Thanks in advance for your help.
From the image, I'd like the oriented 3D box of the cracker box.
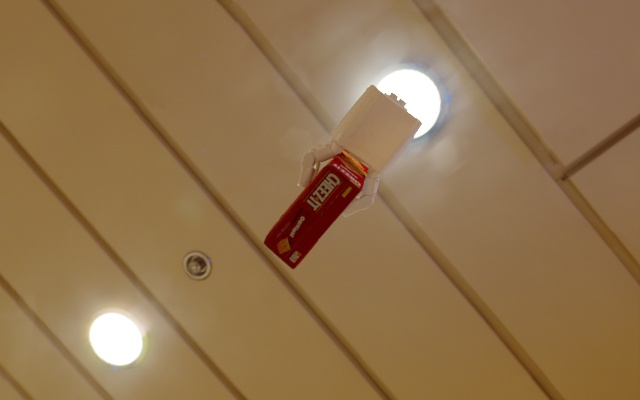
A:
[{"bbox_3d":[0.000,0.003,0.801,0.072,0.164,0.213,39,15,0],"label":"cracker box"}]
